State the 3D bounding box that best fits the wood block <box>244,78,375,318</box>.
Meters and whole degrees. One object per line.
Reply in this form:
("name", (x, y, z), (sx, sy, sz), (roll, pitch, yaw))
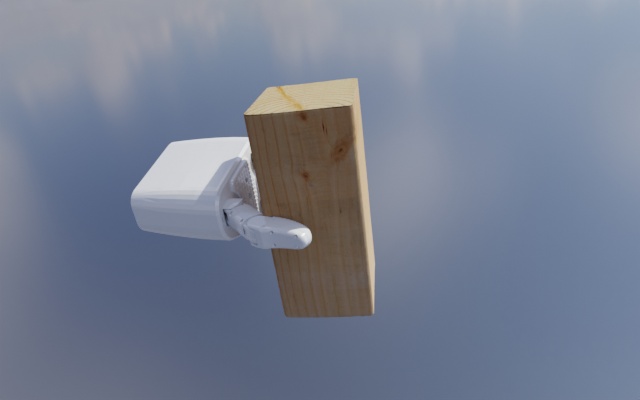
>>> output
("wood block", (0.000, 0.002, 0.453), (0.090, 0.206, 0.090), (-3, 27, 10))
